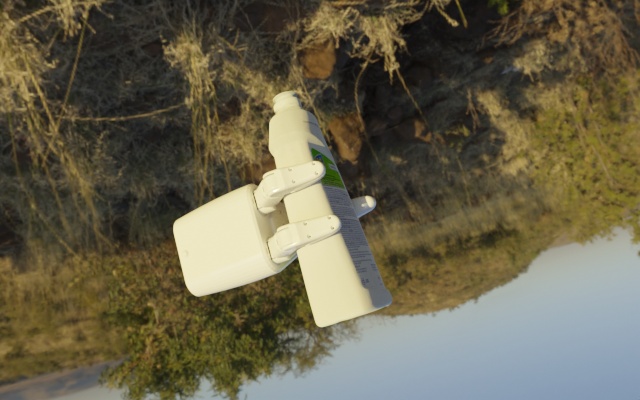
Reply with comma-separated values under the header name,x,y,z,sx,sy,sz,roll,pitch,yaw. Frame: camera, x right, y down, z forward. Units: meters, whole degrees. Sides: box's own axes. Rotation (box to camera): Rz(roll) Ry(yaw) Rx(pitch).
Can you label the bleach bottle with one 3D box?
name,x,y,z,sx,sy,sz,roll,pitch,yaw
bleach bottle,0.000,0.002,0.516,0.068,0.250,0.102,-22,-14,20
